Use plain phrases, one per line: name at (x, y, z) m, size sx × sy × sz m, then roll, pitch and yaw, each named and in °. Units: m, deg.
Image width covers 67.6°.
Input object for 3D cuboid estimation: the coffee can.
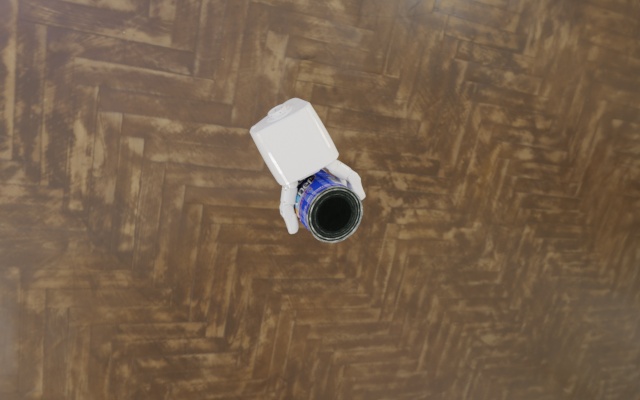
coffee can at (0.000, 0.003, 0.861) m, size 0.103 × 0.103 × 0.140 m, roll 0°, pitch 18°, yaw -22°
